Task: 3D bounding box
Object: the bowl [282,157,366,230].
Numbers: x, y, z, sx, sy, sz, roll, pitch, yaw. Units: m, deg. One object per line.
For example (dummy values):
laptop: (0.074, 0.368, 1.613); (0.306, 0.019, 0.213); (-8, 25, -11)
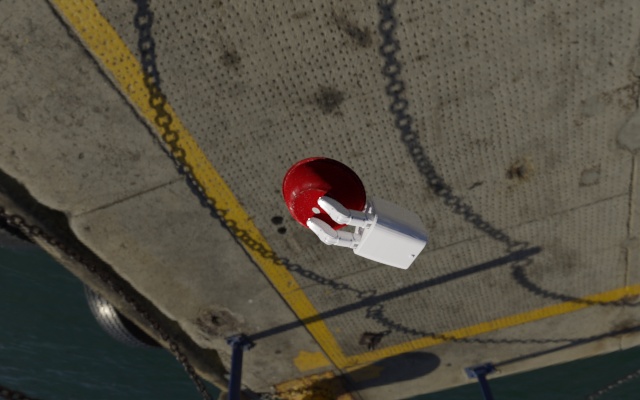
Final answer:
bowl: (-0.001, 0.003, 0.874); (0.162, 0.162, 0.055); (0, 34, 16)
